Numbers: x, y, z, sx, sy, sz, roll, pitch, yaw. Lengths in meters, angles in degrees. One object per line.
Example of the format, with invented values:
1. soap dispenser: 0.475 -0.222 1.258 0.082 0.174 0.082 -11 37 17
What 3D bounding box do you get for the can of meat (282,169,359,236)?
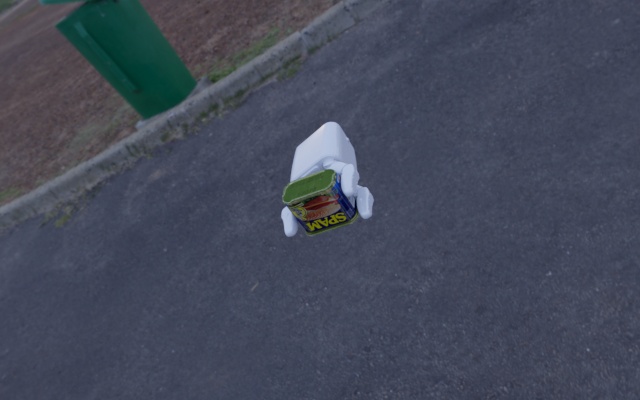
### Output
1. can of meat: 0.000 0.002 0.777 0.102 0.057 0.084 -19 -51 23
